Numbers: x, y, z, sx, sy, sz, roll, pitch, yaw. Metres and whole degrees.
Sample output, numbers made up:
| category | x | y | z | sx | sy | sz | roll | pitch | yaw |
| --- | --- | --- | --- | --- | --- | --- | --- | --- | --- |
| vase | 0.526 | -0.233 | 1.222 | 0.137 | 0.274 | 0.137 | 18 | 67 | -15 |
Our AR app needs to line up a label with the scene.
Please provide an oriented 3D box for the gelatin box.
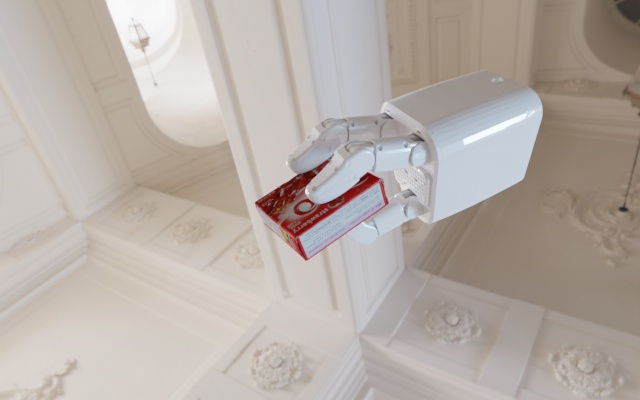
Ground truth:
| category | x | y | z | sx | sy | sz | roll | pitch | yaw |
| --- | --- | --- | --- | --- | --- | --- | --- | --- | --- |
| gelatin box | 0.000 | 0.002 | 0.402 | 0.089 | 0.030 | 0.073 | -34 | 37 | -17 |
